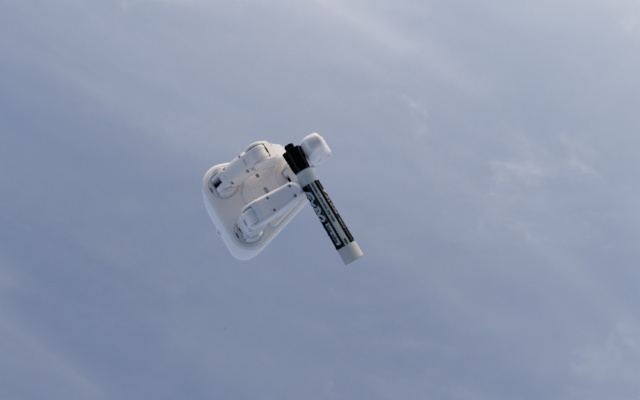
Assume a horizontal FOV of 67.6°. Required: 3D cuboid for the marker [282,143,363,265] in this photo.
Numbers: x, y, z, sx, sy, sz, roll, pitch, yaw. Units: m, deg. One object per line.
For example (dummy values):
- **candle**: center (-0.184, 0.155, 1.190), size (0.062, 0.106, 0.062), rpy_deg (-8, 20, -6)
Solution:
- **marker**: center (0.000, 0.001, 0.430), size (0.020, 0.121, 0.020), rpy_deg (-30, -7, -4)
